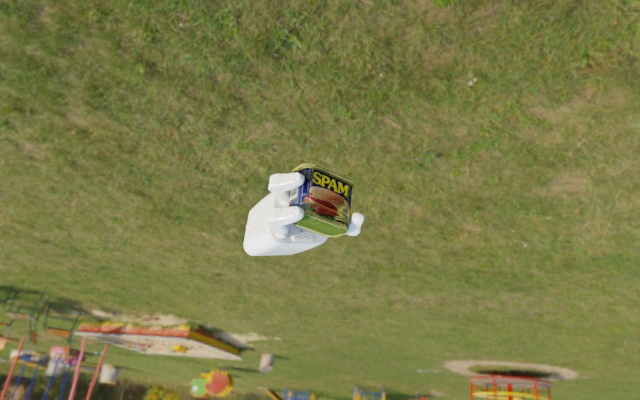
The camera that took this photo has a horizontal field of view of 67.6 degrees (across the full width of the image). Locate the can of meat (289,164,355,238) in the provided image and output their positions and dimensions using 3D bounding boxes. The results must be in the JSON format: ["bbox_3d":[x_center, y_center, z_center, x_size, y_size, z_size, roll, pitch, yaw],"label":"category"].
[{"bbox_3d":[0.000,0.003,0.739,0.102,0.084,0.057,22,-29,-30],"label":"can of meat"}]
